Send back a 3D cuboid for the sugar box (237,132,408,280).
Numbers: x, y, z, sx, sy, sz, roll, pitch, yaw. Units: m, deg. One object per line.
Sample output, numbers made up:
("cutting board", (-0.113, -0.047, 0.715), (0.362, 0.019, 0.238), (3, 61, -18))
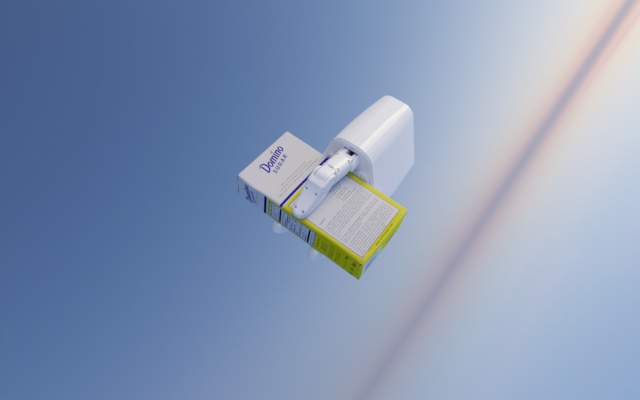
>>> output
("sugar box", (0.000, 0.002, 0.553), (0.176, 0.093, 0.048), (34, -31, 17))
